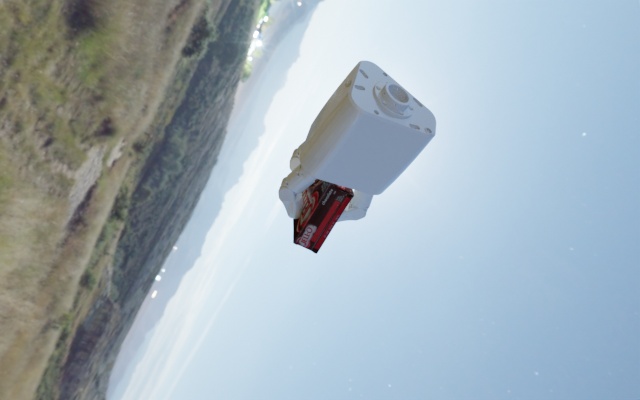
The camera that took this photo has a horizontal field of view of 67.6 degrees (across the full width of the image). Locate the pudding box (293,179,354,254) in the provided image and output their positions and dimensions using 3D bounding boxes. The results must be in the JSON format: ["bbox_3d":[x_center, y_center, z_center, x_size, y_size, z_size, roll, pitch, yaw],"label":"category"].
[{"bbox_3d":[0.000,0.002,0.608,0.039,0.090,0.113,29,18,-12],"label":"pudding box"}]
